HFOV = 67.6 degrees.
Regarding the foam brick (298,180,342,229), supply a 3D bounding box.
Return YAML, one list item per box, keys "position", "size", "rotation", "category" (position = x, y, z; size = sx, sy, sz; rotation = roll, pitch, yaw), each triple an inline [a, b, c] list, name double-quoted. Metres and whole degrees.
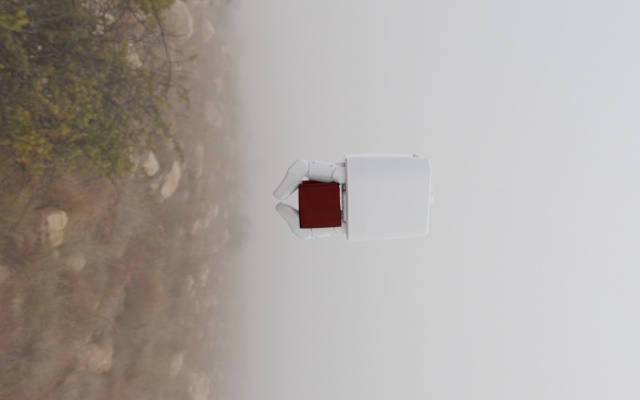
- position: [0.000, 0.002, 0.602]
  size: [0.051, 0.053, 0.078]
  rotation: [-2, 9, 2]
  category: "foam brick"
